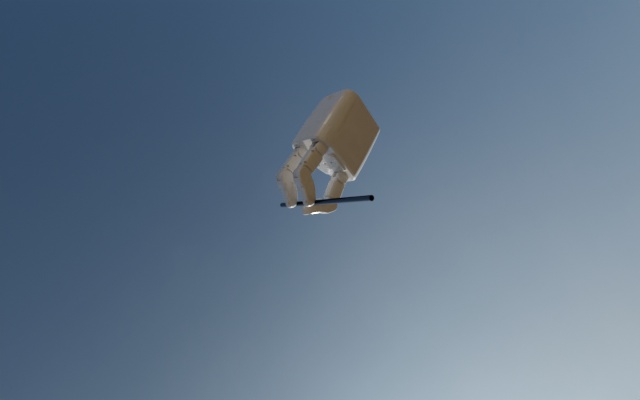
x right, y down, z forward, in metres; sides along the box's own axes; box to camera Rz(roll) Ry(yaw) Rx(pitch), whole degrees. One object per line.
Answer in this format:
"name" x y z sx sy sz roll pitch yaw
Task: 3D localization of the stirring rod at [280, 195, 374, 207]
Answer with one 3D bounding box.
"stirring rod" 0.000 0.002 0.706 0.011 0.011 0.239 0 -3 -33
